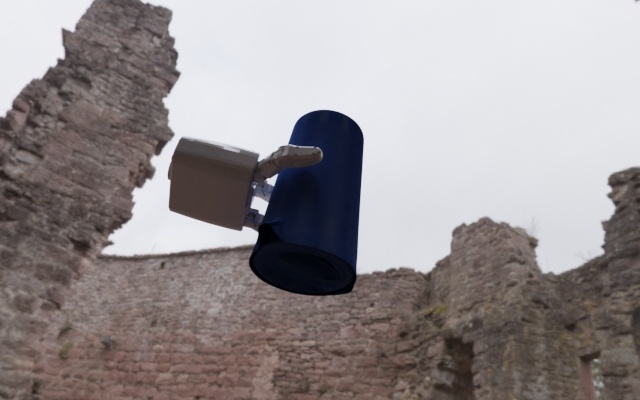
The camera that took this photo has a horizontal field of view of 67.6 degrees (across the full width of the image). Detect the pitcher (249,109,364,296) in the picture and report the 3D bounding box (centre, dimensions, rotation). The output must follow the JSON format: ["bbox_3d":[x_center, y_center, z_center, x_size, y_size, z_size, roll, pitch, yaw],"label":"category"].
[{"bbox_3d":[0.000,0.002,0.652,0.145,0.242,0.149,13,-35,-3],"label":"pitcher"}]
